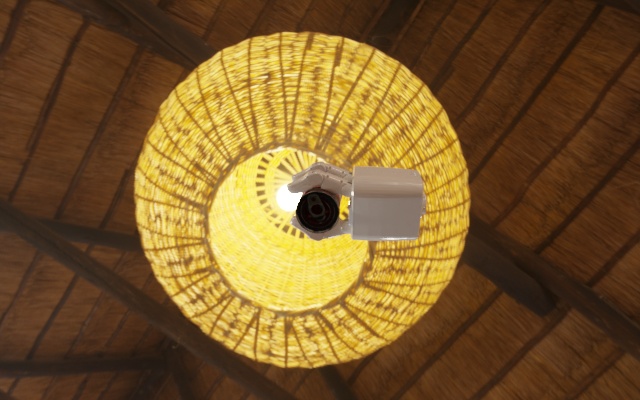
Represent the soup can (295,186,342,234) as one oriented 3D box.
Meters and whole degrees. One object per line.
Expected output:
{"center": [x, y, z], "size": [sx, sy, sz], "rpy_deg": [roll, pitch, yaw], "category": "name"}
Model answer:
{"center": [0.000, 0.003, 0.766], "size": [0.068, 0.068, 0.102], "rpy_deg": [0, 18, 6], "category": "soup can"}
